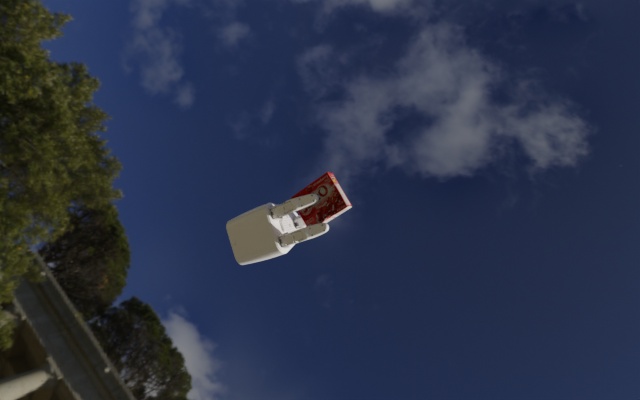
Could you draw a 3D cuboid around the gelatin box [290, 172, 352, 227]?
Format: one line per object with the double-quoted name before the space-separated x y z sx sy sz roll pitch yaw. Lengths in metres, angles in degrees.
"gelatin box" 0.001 0.003 0.860 0.089 0.073 0.030 -33 -12 19
